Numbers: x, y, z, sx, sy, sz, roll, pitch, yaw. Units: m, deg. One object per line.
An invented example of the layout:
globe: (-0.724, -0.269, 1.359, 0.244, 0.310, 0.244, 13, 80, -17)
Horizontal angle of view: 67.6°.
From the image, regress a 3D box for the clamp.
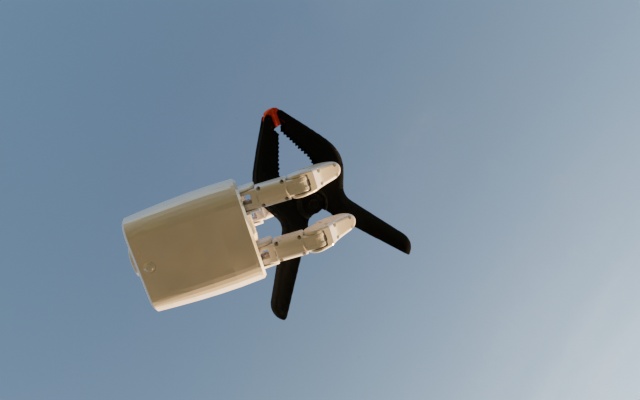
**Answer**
clamp: (-0.001, 0.001, 0.492, 0.164, 0.210, 0.036, -19, 13, -12)
